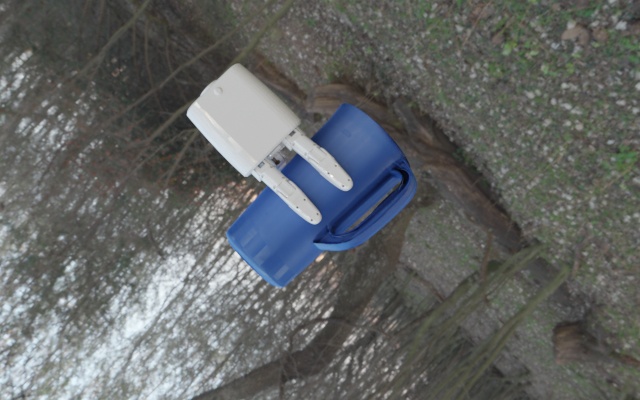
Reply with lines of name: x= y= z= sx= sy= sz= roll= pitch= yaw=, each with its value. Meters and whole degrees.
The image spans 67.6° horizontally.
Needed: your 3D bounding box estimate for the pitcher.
pitcher: x=0.000 y=0.002 z=0.635 sx=0.145 sy=0.243 sz=0.149 roll=45 pitch=-5 yaw=-5
